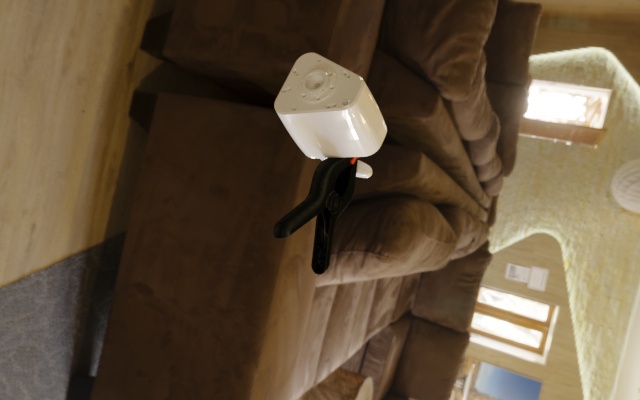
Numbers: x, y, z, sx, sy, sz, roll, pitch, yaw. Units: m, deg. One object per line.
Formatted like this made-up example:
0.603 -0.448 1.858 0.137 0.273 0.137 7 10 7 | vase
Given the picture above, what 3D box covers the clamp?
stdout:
0.001 0.002 0.624 0.039 0.171 0.120 10 -17 30 | clamp
